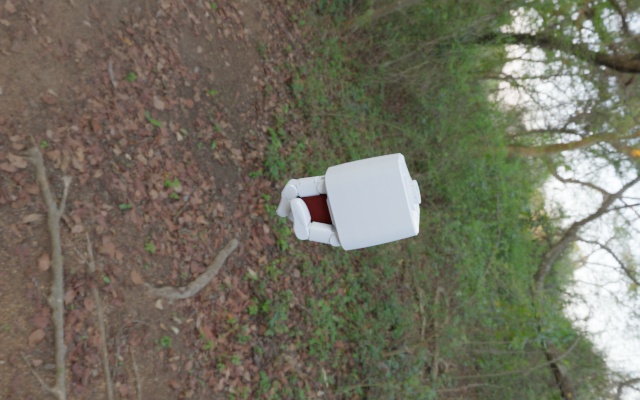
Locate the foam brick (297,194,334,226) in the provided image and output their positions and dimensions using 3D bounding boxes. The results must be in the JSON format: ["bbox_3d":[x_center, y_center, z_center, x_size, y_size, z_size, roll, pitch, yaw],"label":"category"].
[{"bbox_3d":[0.000,0.002,0.709,0.051,0.053,0.078,-13,25,19],"label":"foam brick"}]
